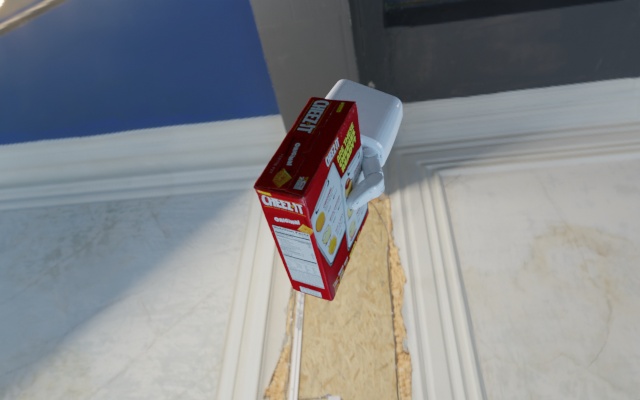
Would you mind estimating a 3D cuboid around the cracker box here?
[{"bbox_3d":[0.000,0.002,0.619,0.072,0.164,0.214,11,-38,21],"label":"cracker box"}]
